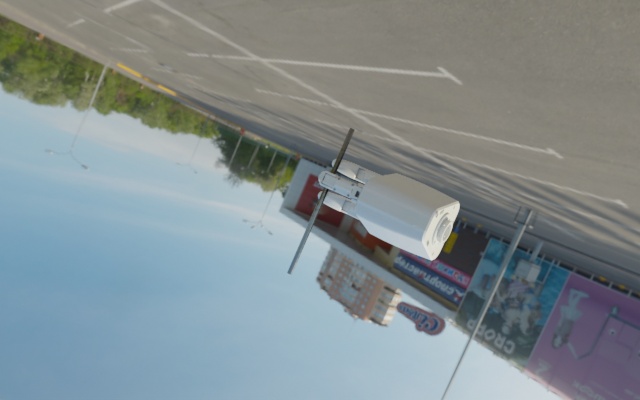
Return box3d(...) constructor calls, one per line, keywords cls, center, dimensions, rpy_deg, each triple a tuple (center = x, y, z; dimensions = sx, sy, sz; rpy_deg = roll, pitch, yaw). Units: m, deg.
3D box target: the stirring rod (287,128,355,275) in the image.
box3d(cls="stirring rod", center=(0.000, 0.002, 0.726), dimensions=(0.011, 0.239, 0.011), rpy_deg=(23, 4, -2))
